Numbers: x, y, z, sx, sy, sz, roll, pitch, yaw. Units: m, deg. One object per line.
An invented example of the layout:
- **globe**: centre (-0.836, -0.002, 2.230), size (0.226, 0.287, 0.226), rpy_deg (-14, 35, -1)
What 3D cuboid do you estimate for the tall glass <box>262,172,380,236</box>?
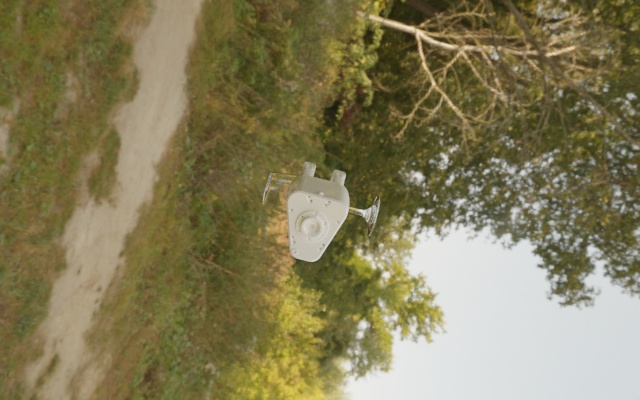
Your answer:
- **tall glass**: centre (0.001, 0.003, 0.859), size (0.201, 0.079, 0.079), rpy_deg (15, -1, -2)
